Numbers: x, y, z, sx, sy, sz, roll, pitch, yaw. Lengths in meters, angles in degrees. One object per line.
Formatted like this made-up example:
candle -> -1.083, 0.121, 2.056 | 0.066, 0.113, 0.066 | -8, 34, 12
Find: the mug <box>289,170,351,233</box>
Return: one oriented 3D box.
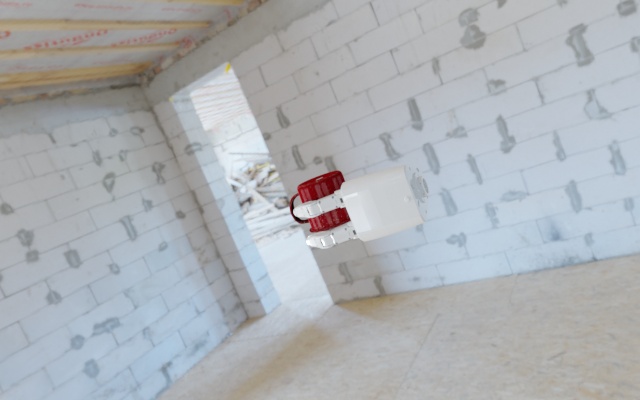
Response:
mug -> -0.001, 0.003, 0.815 | 0.117, 0.081, 0.093 | -17, 9, 24
